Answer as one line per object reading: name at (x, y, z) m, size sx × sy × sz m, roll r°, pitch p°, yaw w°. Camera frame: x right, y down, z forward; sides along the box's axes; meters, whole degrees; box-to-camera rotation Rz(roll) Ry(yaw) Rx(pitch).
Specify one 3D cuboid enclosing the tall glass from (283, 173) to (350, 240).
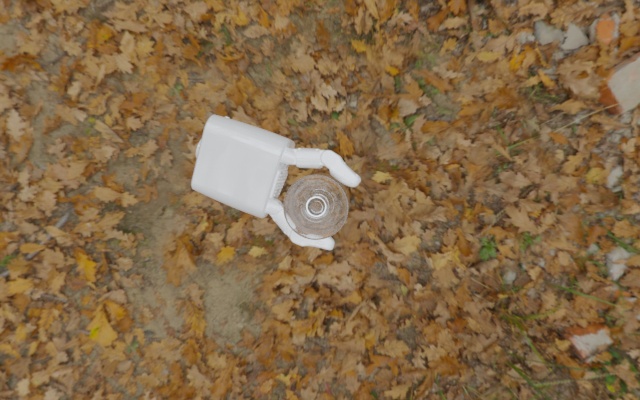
tall glass at (0.000, 0.002, 0.639) m, size 0.079 × 0.079 × 0.201 m, roll 0°, pitch 3°, yaw 4°
